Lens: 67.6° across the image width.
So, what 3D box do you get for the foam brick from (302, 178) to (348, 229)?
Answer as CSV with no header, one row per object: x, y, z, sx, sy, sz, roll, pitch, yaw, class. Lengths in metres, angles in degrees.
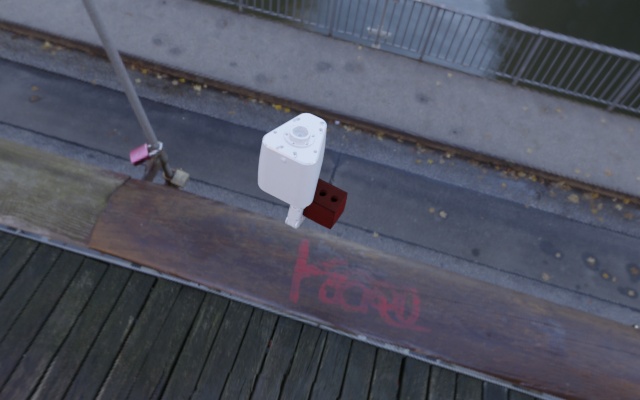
0.000,0.003,0.829,0.078,0.053,0.051,26,-39,11,foam brick
